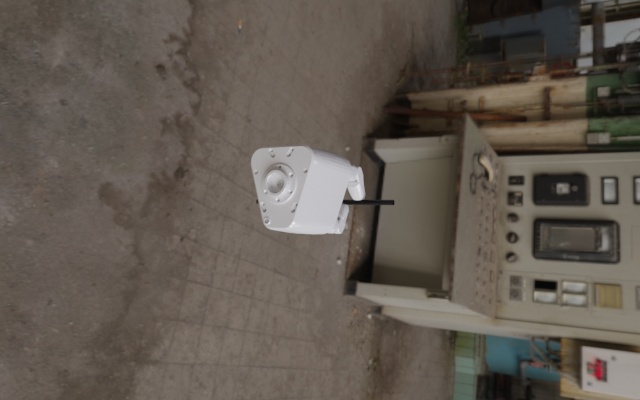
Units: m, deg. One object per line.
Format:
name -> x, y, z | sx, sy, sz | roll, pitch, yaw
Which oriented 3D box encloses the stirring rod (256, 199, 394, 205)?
stirring rod -> 0.000, 0.003, 0.754 | 0.239, 0.011, 0.011 | 0, 0, 27
